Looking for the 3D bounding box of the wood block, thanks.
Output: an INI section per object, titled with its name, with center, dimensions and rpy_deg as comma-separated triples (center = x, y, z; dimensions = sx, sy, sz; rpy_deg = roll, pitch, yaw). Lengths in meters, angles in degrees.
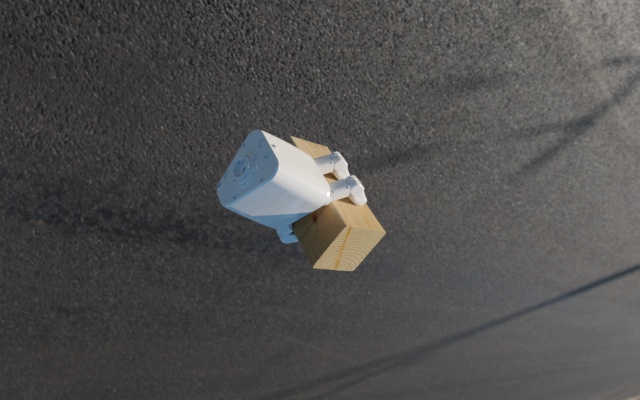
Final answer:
[wood block]
center = 0.000, 0.003, 0.758
dimensions = 0.090, 0.091, 0.206
rpy_deg = 11, 37, -41
